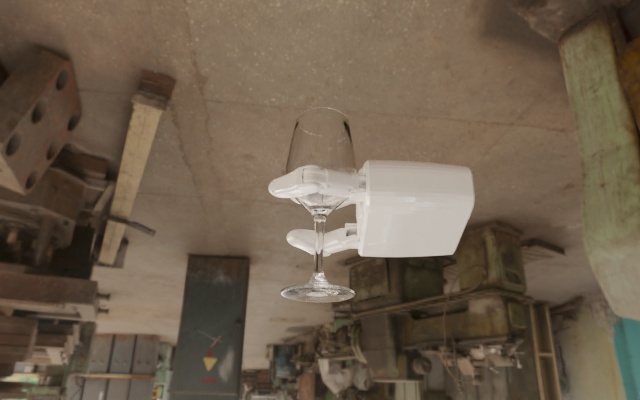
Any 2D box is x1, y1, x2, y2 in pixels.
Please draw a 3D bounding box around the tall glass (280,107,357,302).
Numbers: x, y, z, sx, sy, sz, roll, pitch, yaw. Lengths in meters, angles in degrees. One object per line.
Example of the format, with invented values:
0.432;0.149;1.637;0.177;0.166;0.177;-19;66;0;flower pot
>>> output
0.000;0.002;0.510;0.079;0.201;0.079;1;-23;0;tall glass
